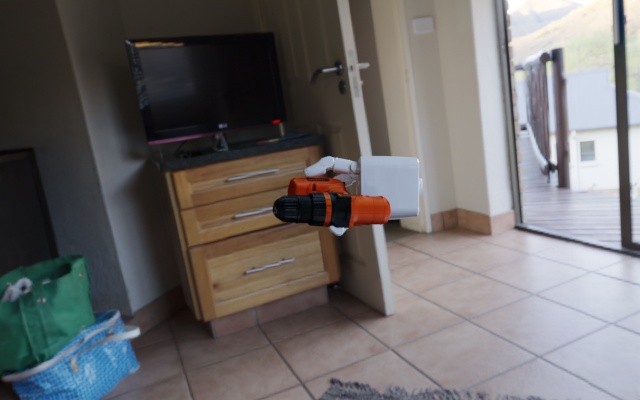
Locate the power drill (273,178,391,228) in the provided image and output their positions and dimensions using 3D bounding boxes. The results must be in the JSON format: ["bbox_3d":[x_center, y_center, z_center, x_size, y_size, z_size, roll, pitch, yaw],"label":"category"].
[{"bbox_3d":[0.000,0.002,0.790,0.184,0.057,0.187,3,11,-17],"label":"power drill"}]
